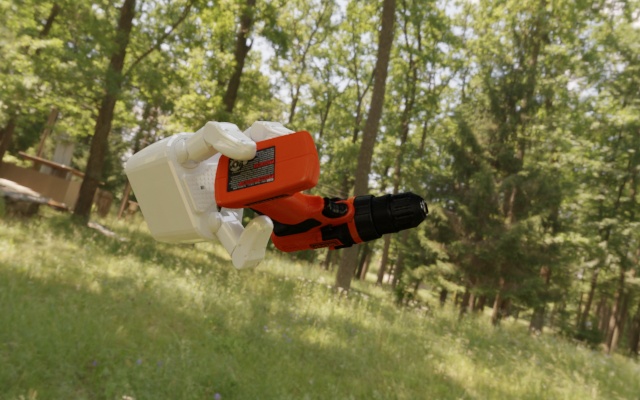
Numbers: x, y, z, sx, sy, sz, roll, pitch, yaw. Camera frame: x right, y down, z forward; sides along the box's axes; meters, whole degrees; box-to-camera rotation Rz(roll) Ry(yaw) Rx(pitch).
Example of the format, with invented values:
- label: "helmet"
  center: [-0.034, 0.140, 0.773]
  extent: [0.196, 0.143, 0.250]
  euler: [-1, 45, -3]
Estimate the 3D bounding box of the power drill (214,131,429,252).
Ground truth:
- label: "power drill"
  center: [0.000, 0.001, 0.481]
  extent: [0.184, 0.057, 0.188]
  euler: [-14, -28, 22]
